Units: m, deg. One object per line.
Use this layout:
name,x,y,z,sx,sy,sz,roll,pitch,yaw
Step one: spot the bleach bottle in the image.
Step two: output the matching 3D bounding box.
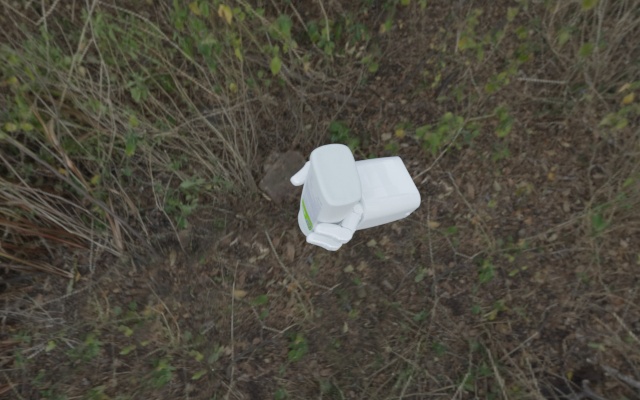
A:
bleach bottle,0.000,0.003,0.819,0.068,0.102,0.251,-11,-16,-16
